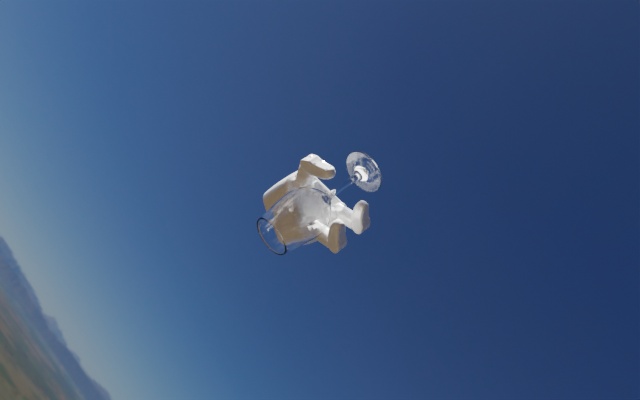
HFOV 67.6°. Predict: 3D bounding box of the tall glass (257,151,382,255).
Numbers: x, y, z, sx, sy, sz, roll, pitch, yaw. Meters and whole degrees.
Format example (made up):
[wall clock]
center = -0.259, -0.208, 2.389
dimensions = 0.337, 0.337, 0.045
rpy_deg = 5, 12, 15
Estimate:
[tall glass]
center = 0.001, 0.002, 0.719
dimensions = 0.201, 0.079, 0.079
rpy_deg = -35, 20, -32
